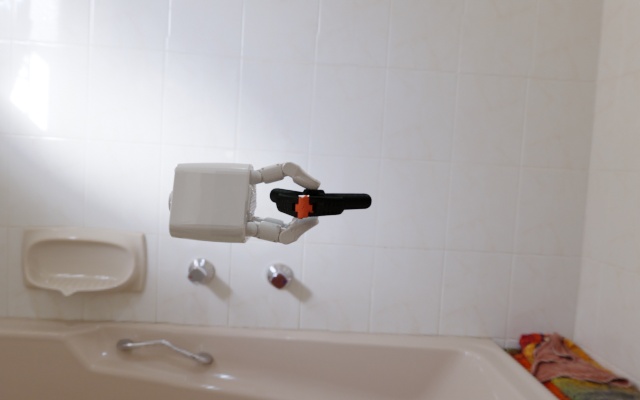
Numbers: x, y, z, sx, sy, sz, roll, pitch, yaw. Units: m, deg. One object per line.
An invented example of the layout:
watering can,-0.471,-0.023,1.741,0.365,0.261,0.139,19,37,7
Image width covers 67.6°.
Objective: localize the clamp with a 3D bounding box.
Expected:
clamp,0.000,0.001,0.683,0.164,0.036,0.210,2,4,-1
